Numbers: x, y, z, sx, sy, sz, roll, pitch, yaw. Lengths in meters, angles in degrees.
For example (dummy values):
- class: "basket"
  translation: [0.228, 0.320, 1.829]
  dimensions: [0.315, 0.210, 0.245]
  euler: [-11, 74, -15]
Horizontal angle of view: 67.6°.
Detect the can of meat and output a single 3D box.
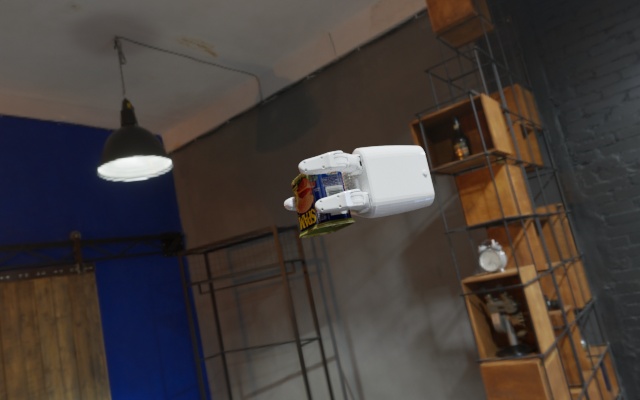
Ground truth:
- class: "can of meat"
  translation: [0.000, 0.002, 0.673]
  dimensions: [0.057, 0.084, 0.102]
  euler: [-8, -10, -22]
